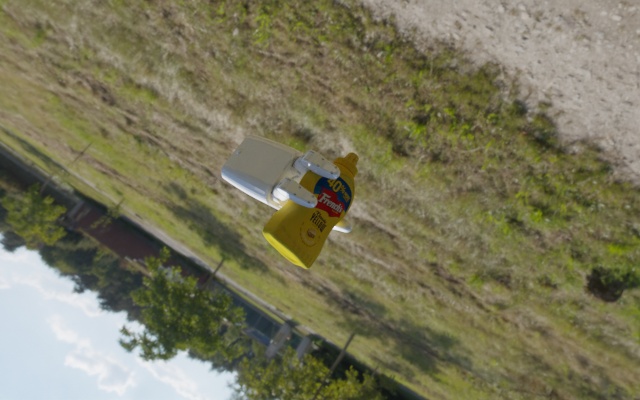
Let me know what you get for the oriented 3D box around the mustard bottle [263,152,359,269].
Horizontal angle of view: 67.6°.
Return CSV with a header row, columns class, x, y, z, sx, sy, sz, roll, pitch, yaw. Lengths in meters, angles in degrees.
class,x,y,z,sx,sy,sz,roll,pitch,yaw
mustard bottle,0.000,0.003,0.729,0.058,0.191,0.096,13,-29,50
